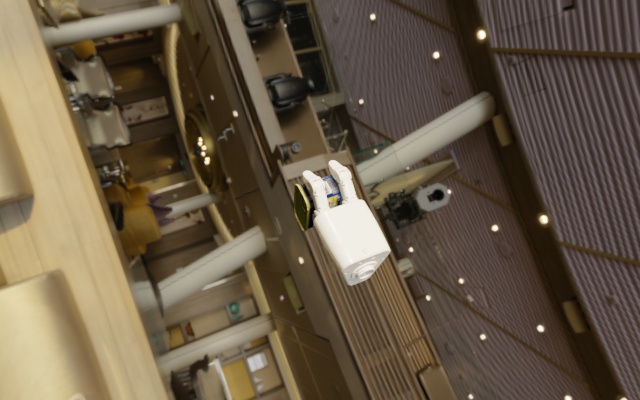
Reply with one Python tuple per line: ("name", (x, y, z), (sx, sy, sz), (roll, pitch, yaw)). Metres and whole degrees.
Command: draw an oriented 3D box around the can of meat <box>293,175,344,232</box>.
("can of meat", (0.000, 0.003, 0.880), (0.084, 0.057, 0.102), (-18, -32, -17))
